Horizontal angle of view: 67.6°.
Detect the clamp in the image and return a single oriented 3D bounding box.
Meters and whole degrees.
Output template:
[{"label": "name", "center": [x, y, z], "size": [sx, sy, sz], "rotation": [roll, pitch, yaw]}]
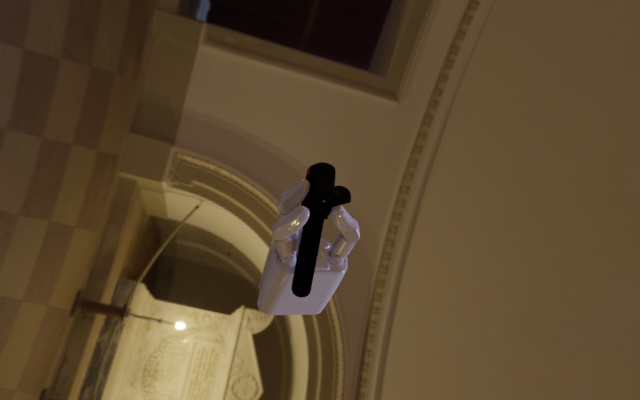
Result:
[{"label": "clamp", "center": [0.001, 0.002, 0.641], "size": [0.036, 0.165, 0.209], "rotation": [17, 37, -12]}]
